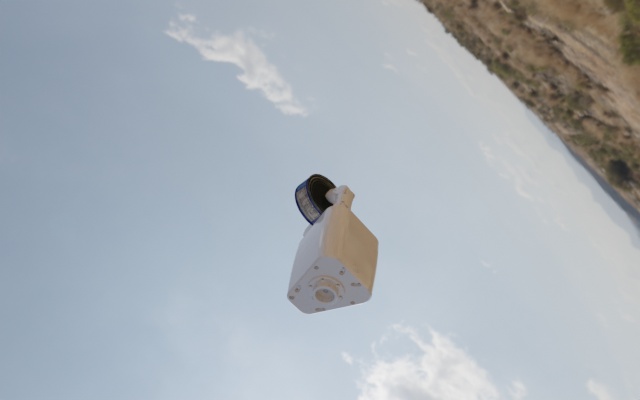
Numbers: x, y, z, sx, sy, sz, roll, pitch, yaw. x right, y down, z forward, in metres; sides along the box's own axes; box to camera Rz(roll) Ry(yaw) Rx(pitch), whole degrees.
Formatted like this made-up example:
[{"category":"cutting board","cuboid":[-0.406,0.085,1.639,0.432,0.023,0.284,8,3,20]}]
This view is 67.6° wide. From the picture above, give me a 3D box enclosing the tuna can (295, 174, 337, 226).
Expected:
[{"category":"tuna can","cuboid":[0.000,0.003,0.757,0.034,0.086,0.086,-35,-20,31]}]
